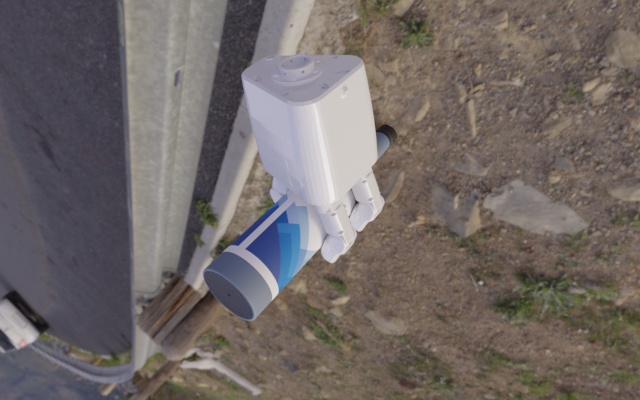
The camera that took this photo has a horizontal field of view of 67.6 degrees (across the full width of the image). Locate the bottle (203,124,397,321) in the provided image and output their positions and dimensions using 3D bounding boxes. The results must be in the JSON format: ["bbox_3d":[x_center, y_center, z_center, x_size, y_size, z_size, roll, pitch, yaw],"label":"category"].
[{"bbox_3d":[0.000,0.002,0.526,0.069,0.069,0.295,0,36,47],"label":"bottle"}]
